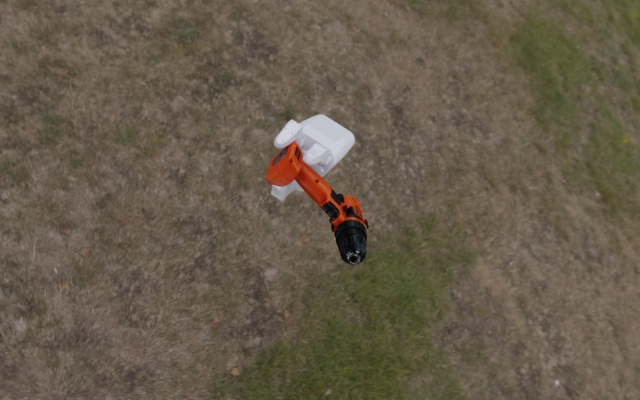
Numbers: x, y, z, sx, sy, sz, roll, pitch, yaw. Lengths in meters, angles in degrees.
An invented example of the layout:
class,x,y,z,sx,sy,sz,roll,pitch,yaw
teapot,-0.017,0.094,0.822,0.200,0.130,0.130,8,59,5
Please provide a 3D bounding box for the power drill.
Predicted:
class,x,y,z,sx,sy,sz,roll,pitch,yaw
power drill,0.000,0.002,0.749,0.057,0.188,0.184,-41,18,15
